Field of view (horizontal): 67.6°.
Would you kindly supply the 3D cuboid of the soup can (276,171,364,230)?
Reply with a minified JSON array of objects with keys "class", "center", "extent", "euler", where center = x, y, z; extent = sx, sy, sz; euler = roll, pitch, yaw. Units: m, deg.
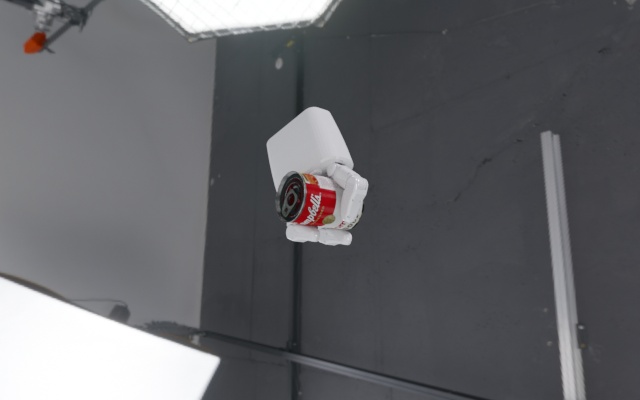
[{"class":"soup can","center":[0.001,0.002,0.646],"extent":[0.102,0.068,0.068],"euler":[10,-6,-36]}]
